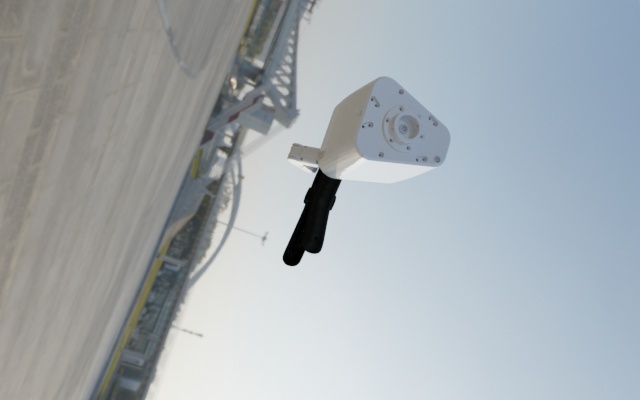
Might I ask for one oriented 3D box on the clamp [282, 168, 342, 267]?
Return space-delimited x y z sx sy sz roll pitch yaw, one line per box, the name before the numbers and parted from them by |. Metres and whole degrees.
clamp | 0.001 0.002 0.599 0.039 0.171 0.120 23 -12 -16
